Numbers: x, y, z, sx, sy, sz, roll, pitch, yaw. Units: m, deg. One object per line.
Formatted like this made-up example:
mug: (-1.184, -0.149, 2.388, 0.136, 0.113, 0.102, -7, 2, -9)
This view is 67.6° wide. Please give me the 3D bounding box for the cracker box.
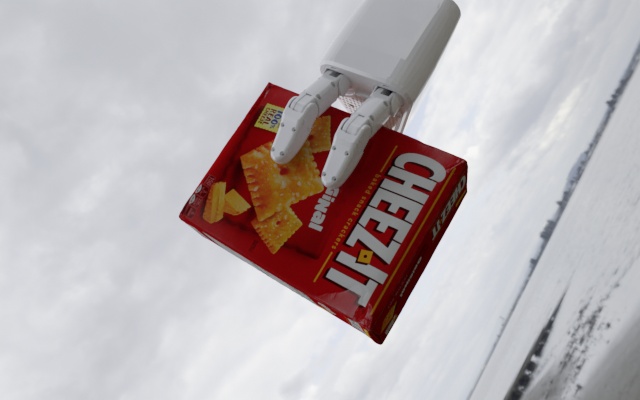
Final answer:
cracker box: (0.000, 0.001, 0.439, 0.213, 0.164, 0.072, 26, -14, 25)
